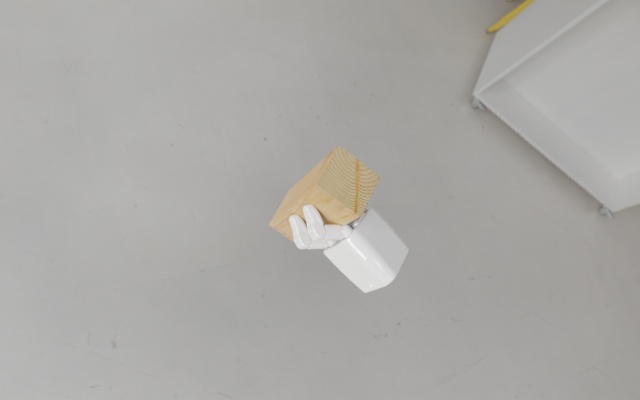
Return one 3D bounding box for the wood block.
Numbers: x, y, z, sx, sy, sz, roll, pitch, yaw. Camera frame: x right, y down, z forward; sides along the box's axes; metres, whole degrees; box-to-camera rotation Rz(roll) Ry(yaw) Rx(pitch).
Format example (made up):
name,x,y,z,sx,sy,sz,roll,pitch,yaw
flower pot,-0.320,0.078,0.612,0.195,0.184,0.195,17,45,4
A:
name,x,y,z,sx,sy,sz,roll,pitch,yaw
wood block,0.001,0.003,0.839,0.090,0.090,0.206,36,-33,-11
